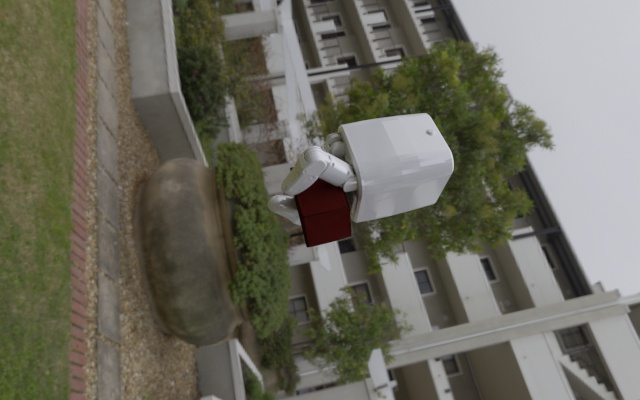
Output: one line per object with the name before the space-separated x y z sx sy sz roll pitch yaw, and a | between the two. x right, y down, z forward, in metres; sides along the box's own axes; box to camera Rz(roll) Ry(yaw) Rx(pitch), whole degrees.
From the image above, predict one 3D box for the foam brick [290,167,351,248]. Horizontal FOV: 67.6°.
foam brick | 0.000 0.002 0.524 0.051 0.078 0.053 -11 -41 -6
